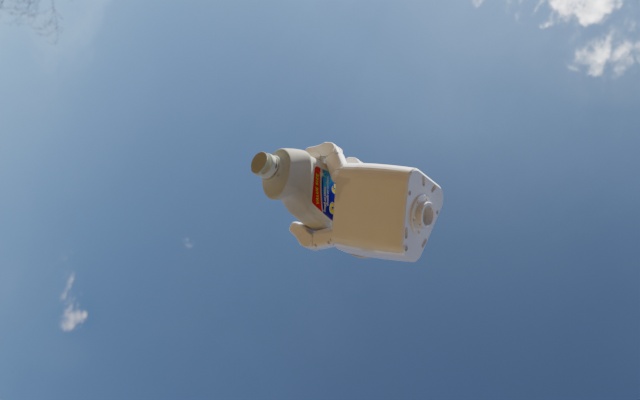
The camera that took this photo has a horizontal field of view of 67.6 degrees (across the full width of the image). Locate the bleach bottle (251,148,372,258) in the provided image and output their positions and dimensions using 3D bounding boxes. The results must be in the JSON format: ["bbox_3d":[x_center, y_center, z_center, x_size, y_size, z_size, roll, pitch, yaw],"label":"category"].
[{"bbox_3d":[0.000,0.002,0.670,0.068,0.102,0.251,6,-15,42],"label":"bleach bottle"}]
